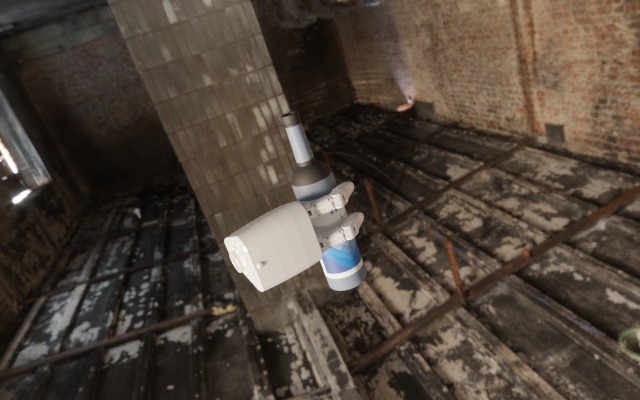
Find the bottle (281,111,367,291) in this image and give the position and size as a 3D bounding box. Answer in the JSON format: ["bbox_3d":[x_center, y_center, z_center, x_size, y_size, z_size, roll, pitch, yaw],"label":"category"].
[{"bbox_3d":[0.000,0.003,0.754,0.069,0.296,0.069,-17,21,7],"label":"bottle"}]
